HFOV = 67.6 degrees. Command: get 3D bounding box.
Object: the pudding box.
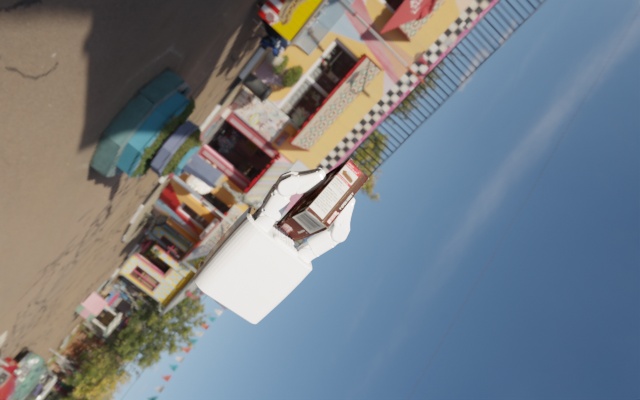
[{"bbox_3d":[0.000,0.002,0.601,0.039,0.090,0.113,45,-25,-11],"label":"pudding box"}]
